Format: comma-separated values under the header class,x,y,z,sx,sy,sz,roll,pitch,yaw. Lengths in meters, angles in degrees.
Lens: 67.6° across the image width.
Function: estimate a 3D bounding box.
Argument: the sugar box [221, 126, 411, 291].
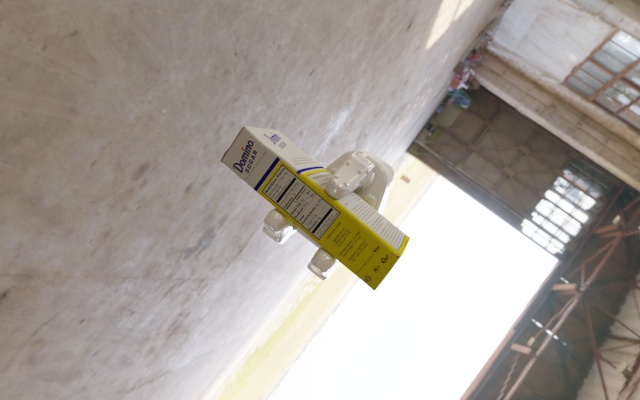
class,x,y,z,sx,sy,sz,roll,pitch,yaw
sugar box,0.000,0.002,0.445,0.176,0.048,0.093,37,13,9
